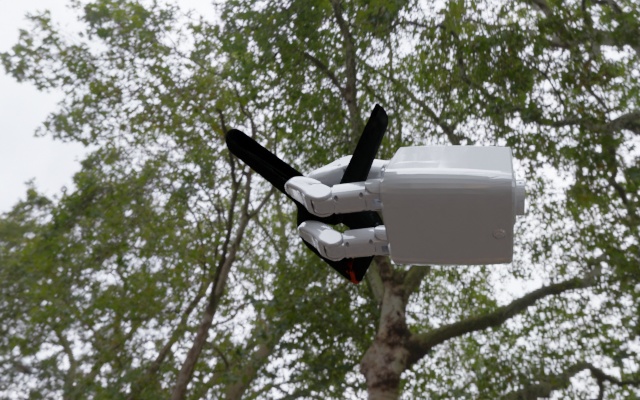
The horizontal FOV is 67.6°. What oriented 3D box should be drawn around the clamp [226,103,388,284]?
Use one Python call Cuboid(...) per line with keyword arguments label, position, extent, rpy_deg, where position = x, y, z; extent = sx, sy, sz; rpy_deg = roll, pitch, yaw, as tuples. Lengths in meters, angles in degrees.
Cuboid(label="clamp", position=(0.001, 0.002, 0.491), extent=(0.164, 0.210, 0.036), rpy_deg=(2, 38, 22))
